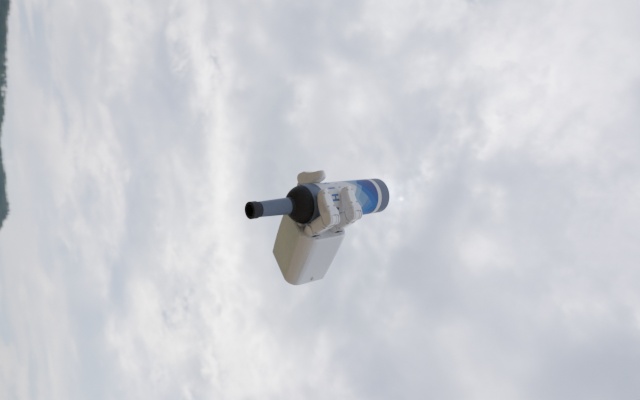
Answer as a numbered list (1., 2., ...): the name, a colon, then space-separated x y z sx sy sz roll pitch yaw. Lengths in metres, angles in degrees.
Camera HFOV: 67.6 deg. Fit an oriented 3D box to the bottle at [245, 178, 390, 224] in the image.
1. bottle: 0.000 0.003 0.821 0.295 0.069 0.069 -7 4 -42
